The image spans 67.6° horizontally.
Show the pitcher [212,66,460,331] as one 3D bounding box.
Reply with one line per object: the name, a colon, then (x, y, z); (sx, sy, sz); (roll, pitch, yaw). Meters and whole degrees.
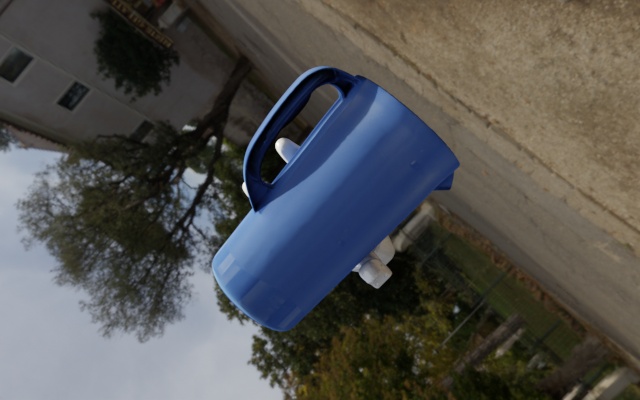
pitcher: (0.000, 0.002, 0.470); (0.149, 0.243, 0.145); (44, 6, 22)
